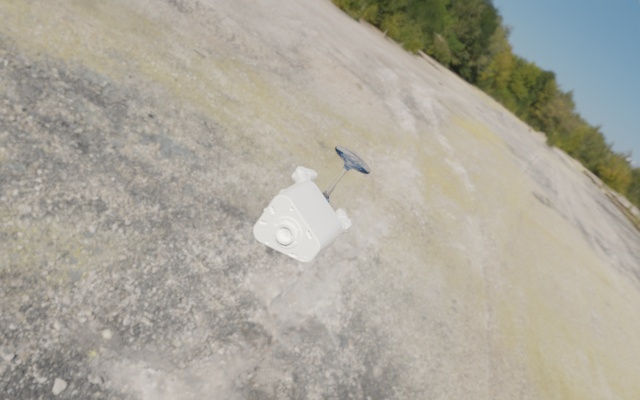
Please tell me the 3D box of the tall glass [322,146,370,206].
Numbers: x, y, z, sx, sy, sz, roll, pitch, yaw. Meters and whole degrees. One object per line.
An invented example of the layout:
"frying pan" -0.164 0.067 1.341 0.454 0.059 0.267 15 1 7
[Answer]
"tall glass" 0.001 0.002 0.857 0.079 0.201 0.079 31 23 -15
